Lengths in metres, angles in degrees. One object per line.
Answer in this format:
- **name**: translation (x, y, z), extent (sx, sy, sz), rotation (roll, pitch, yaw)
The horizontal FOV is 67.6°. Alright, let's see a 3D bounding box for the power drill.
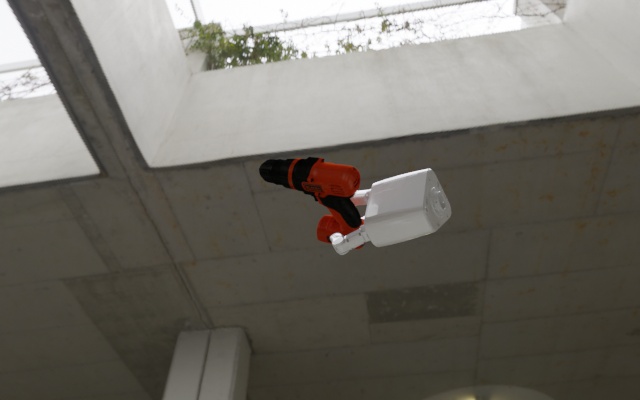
- **power drill**: translation (0.001, 0.003, 0.813), extent (0.184, 0.057, 0.188), rotation (10, -32, 33)
